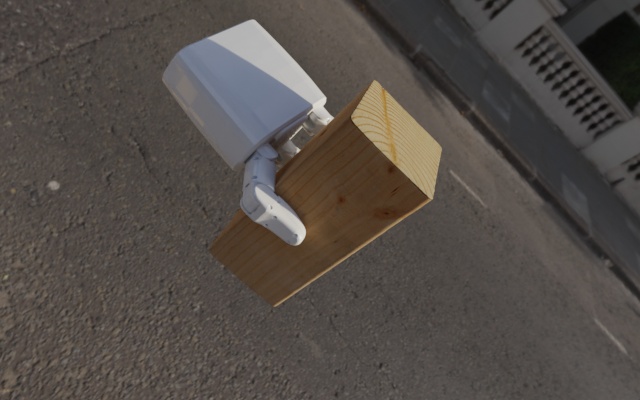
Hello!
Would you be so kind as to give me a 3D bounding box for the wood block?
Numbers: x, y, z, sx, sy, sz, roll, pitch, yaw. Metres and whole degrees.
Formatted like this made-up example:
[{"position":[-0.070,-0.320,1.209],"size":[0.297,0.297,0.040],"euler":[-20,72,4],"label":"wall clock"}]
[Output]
[{"position":[0.000,0.001,0.442],"size":[0.206,0.090,0.090],"euler":[-40,13,35],"label":"wood block"}]
